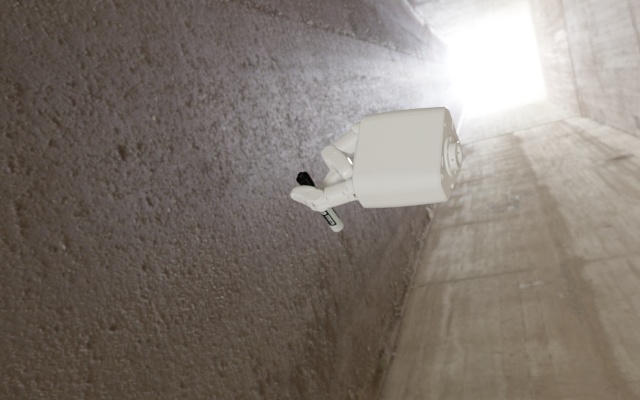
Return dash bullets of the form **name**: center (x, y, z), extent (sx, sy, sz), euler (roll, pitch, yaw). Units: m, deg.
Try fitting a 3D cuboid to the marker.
- **marker**: center (0.000, 0.002, 0.662), extent (0.020, 0.020, 0.121), euler (0, -37, 33)
